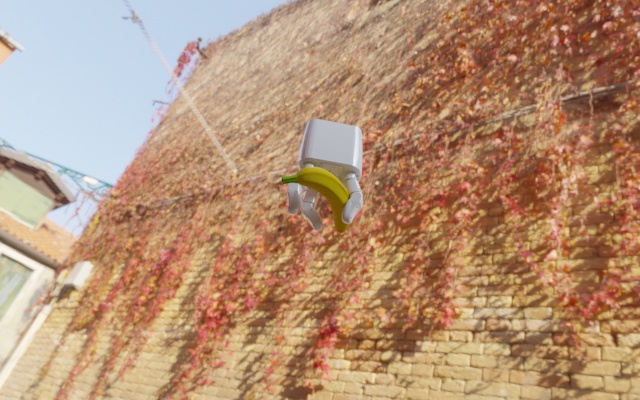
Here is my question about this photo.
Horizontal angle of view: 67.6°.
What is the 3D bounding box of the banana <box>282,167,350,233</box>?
[{"bbox_3d":[0.014,-0.005,0.826,0.069,0.037,0.198,-22,-41,22],"label":"banana"}]
